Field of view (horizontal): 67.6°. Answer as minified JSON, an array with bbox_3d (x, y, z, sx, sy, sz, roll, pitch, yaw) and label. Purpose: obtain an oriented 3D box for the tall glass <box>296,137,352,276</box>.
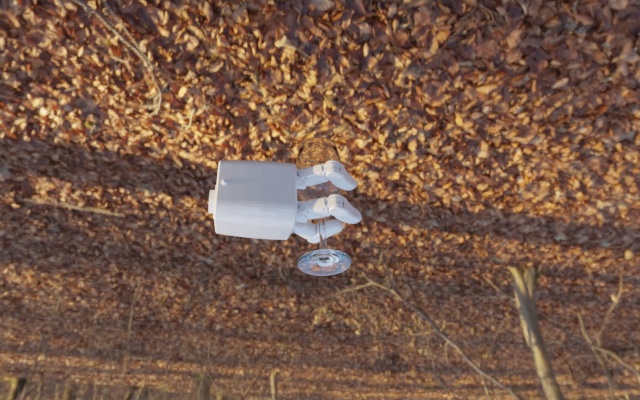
[{"bbox_3d":[0.000,0.003,0.694,0.079,0.201,0.079,-2,-34,-1],"label":"tall glass"}]
